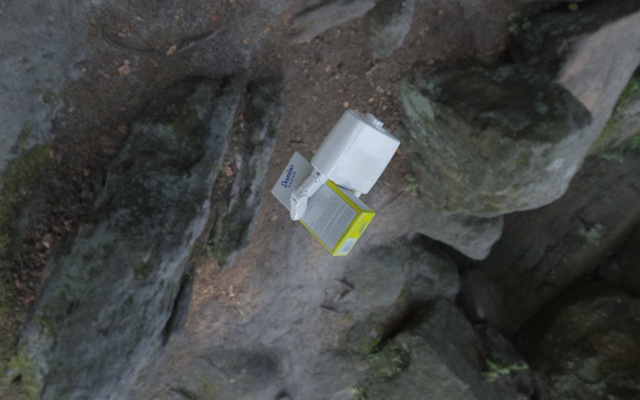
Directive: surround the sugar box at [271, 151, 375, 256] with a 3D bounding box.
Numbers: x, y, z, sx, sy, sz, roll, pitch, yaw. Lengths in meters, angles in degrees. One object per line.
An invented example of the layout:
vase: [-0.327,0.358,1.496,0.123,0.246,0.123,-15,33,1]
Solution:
sugar box: [0.001,0.003,0.809,0.048,0.093,0.176,8,31,-52]
